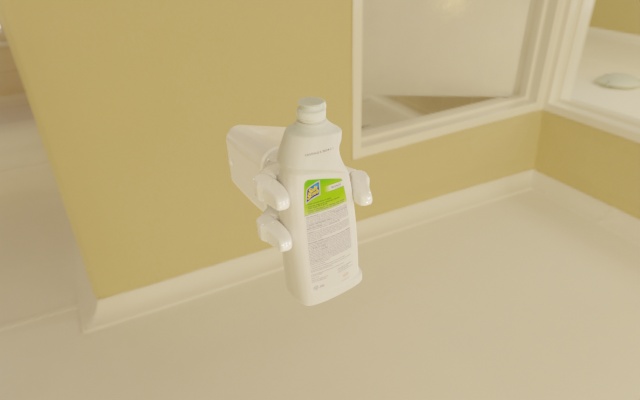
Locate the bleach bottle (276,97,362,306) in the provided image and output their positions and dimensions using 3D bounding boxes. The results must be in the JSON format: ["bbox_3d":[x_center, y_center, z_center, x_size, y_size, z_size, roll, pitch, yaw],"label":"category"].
[{"bbox_3d":[0.000,0.002,0.563,0.102,0.251,0.068,-22,36,-30],"label":"bleach bottle"}]
